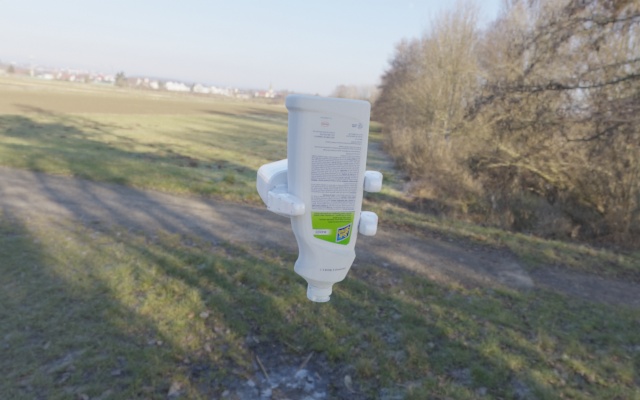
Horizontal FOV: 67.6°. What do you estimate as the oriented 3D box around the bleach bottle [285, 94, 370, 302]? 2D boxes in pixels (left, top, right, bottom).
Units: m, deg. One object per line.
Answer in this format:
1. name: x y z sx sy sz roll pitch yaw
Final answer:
1. bleach bottle: 0.000 0.002 0.586 0.102 0.251 0.068 2 11 -18
